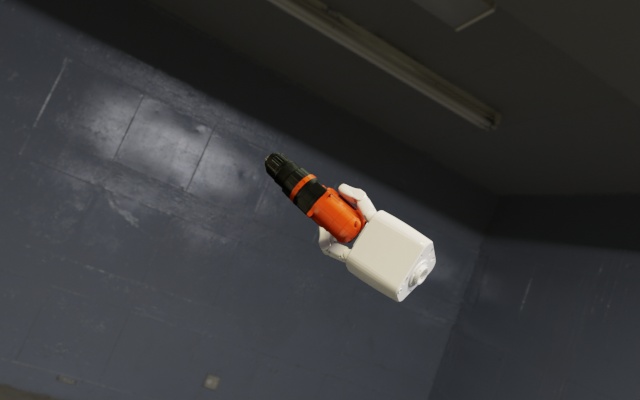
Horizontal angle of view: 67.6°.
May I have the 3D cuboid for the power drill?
[{"bbox_3d":[0.000,0.003,0.788,0.184,0.057,0.188,44,5,16],"label":"power drill"}]
